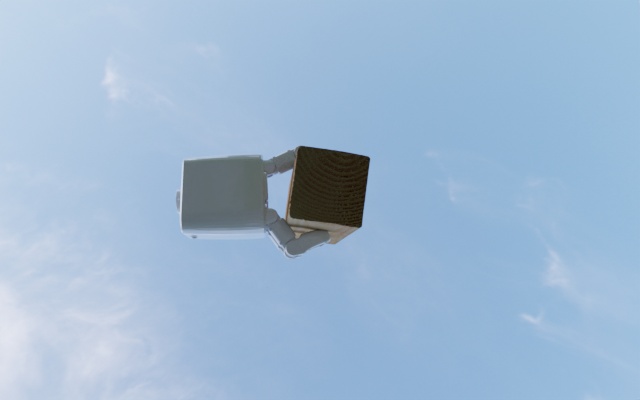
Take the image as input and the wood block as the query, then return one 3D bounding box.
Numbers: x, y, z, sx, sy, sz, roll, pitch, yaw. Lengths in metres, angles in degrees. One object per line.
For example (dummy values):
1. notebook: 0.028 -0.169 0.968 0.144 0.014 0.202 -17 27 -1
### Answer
1. wood block: 0.000 0.002 0.661 0.090 0.091 0.206 8 -11 -5
